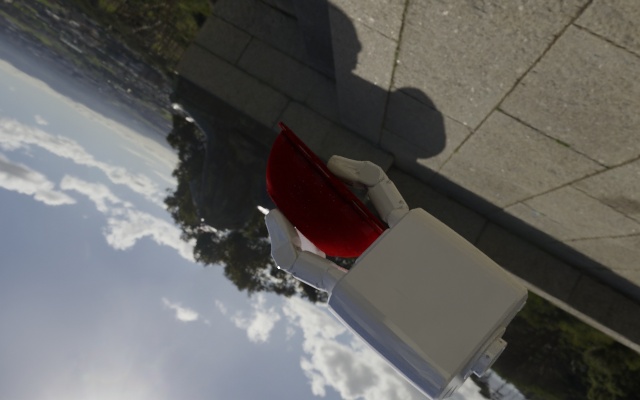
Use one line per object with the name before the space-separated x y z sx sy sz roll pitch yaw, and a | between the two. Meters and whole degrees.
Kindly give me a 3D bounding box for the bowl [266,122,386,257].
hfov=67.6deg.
bowl | -0.001 0.001 0.455 0.055 0.162 0.162 -44 -5 5
